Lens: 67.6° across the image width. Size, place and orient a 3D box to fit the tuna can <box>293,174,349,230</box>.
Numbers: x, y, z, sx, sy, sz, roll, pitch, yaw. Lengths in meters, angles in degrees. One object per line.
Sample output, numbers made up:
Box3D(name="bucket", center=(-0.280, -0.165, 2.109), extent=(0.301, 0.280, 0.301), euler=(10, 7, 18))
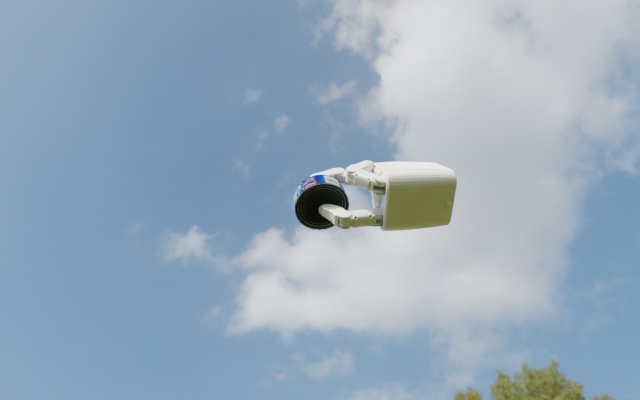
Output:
Box3D(name="tuna can", center=(0.000, 0.002, 0.756), extent=(0.086, 0.086, 0.033), euler=(0, 32, -11))
